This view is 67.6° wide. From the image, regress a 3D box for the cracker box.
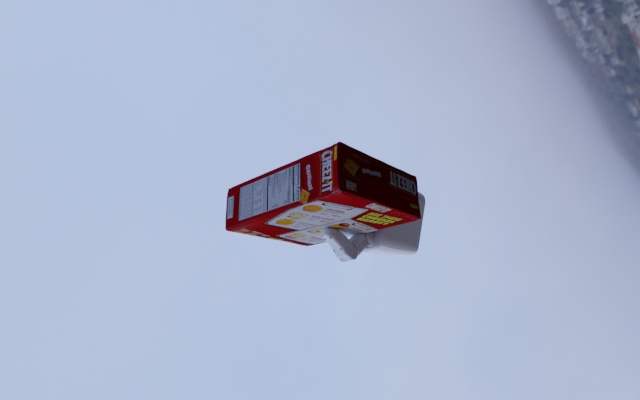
[{"bbox_3d":[0.000,0.002,0.650,0.214,0.072,0.164,-19,-25,40],"label":"cracker box"}]
